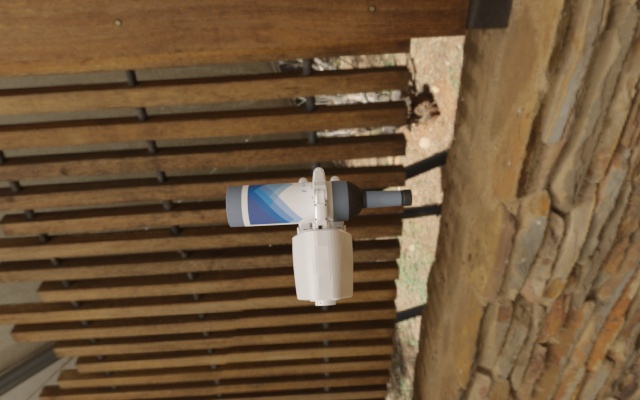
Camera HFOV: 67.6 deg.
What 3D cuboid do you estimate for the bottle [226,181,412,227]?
[{"bbox_3d":[0.000,0.002,0.776,0.296,0.069,0.069,-3,0,0],"label":"bottle"}]
